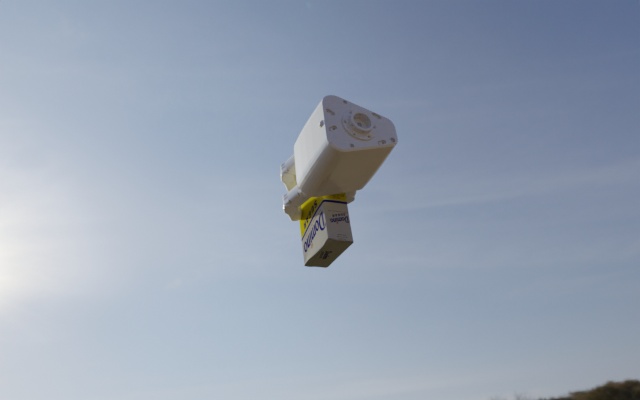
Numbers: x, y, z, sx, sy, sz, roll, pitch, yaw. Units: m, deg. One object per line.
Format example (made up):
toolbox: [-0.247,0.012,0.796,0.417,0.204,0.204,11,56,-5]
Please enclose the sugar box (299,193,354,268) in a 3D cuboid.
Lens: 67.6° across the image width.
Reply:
sugar box: [0.000,0.002,0.720,0.048,0.176,0.093,8,-34,-22]
